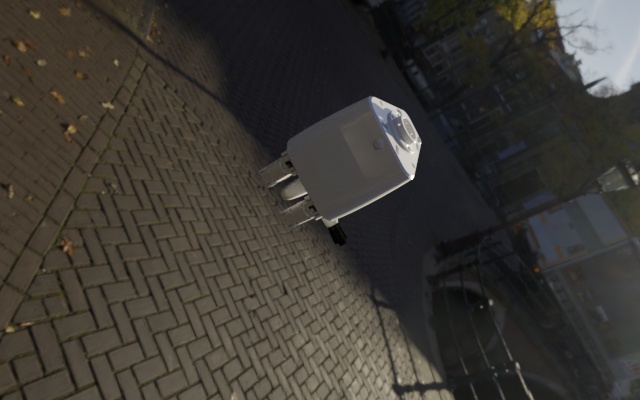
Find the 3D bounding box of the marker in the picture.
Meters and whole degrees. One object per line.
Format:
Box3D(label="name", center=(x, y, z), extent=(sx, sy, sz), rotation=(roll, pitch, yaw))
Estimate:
Box3D(label="marker", center=(0.000, 0.002, 0.592), extent=(0.020, 0.121, 0.020), rotation=(-28, 3, 2))
